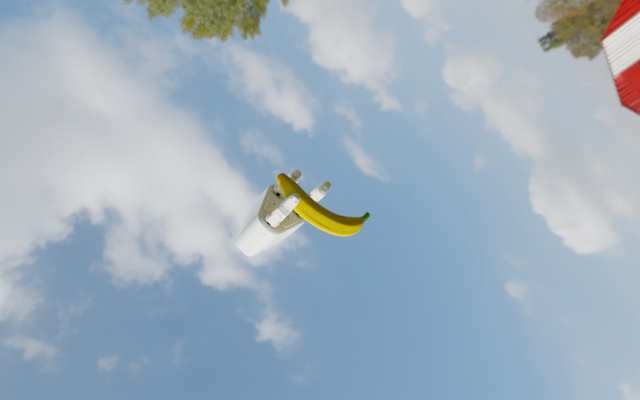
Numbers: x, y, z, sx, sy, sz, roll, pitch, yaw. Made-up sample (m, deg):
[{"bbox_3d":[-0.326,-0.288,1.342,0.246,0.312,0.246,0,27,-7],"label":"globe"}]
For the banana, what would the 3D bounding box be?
[{"bbox_3d":[0.001,0.018,0.866,0.198,0.069,0.037,26,-43,-21],"label":"banana"}]
